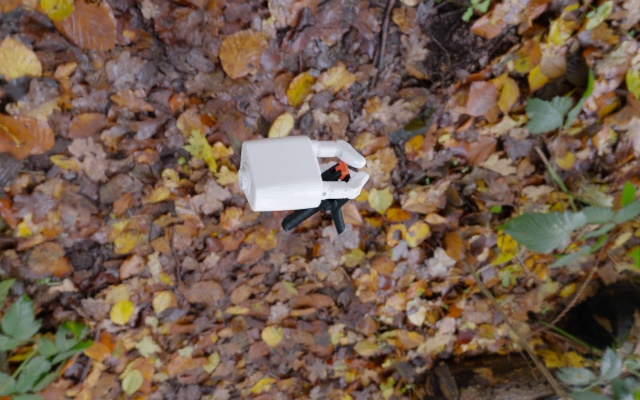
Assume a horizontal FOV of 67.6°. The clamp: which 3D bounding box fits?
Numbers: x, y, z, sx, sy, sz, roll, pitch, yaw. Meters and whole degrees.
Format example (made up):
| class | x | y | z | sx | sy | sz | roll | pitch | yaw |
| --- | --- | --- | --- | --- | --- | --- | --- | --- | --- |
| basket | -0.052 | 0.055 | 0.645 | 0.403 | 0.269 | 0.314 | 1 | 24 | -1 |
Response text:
| class | x | y | z | sx | sy | sz | roll | pitch | yaw |
| --- | --- | --- | --- | --- | --- | --- | --- | --- | --- |
| clamp | 0.000 | 0.003 | 0.826 | 0.120 | 0.172 | 0.039 | -5 | 47 | -19 |
